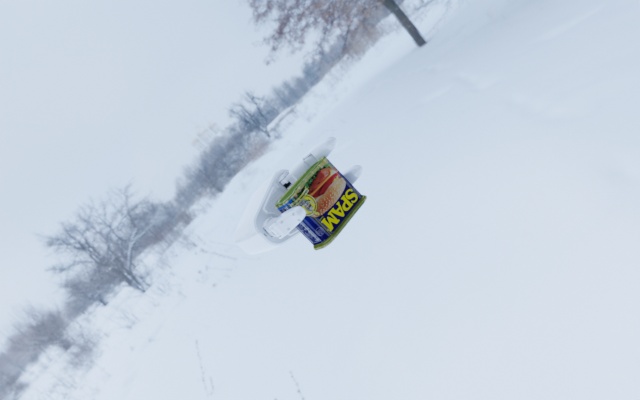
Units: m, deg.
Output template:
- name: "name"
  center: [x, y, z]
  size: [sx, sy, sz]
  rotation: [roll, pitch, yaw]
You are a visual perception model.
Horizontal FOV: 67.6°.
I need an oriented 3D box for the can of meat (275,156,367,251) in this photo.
- name: "can of meat"
  center: [0.000, 0.002, 0.653]
  size: [0.102, 0.084, 0.057]
  rotation: [-49, 10, -27]
